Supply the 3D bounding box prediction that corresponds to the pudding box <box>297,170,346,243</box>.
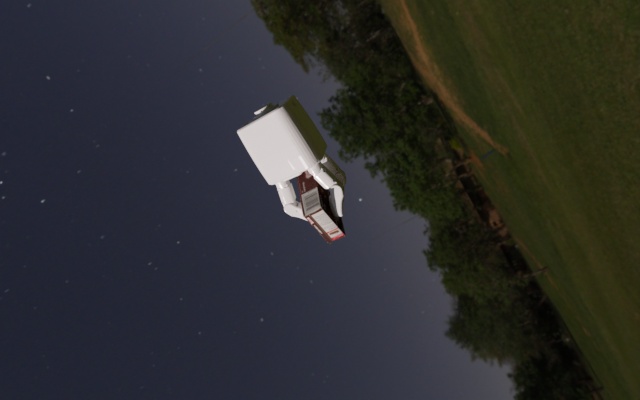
[{"bbox_3d":[0.000,0.003,0.814,0.039,0.113,0.090,-25,-44,17],"label":"pudding box"}]
